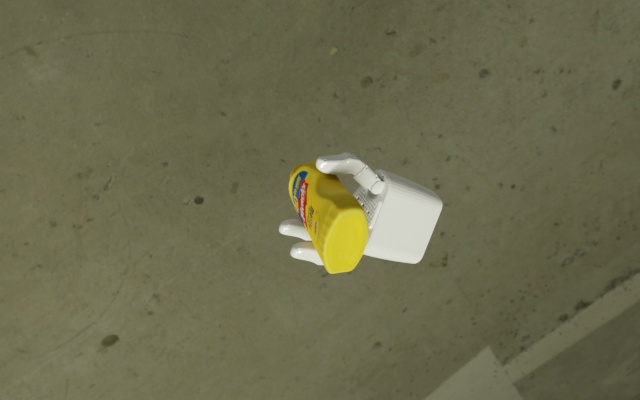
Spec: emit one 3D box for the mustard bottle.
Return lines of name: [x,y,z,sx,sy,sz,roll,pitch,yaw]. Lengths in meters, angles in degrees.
mustard bottle: [0.000,0.002,0.636,0.058,0.096,0.191,-6,34,-19]
